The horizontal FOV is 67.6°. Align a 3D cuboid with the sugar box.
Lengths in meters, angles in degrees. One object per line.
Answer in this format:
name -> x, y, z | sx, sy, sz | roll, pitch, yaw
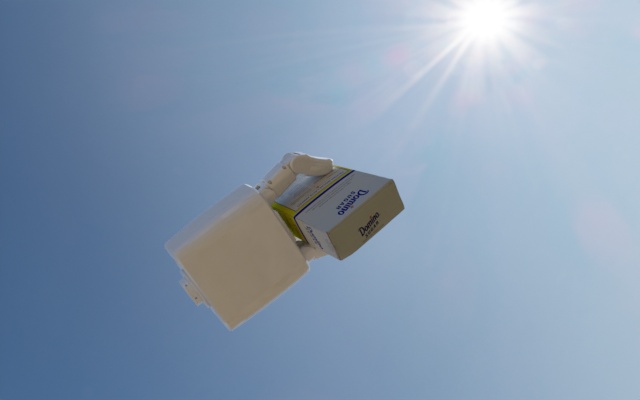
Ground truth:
sugar box -> 0.000, 0.002, 0.537 | 0.093, 0.048, 0.176 | -38, 32, -19
